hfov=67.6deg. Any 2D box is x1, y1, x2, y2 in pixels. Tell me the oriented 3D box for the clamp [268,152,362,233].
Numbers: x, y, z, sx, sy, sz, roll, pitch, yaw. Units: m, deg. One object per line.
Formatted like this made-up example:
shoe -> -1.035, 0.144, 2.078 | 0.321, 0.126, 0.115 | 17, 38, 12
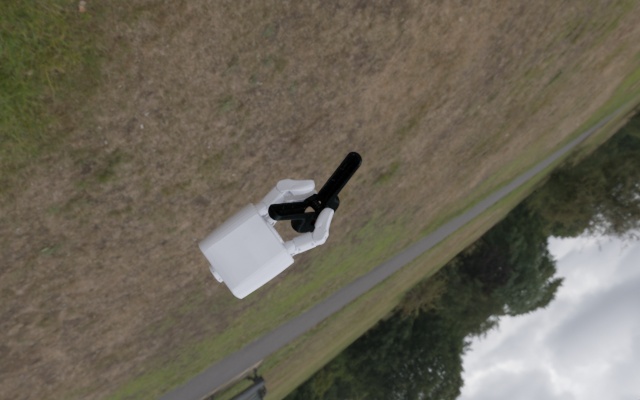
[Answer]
clamp -> 0.000, 0.003, 0.786 | 0.164, 0.036, 0.210 | -35, -17, -6
